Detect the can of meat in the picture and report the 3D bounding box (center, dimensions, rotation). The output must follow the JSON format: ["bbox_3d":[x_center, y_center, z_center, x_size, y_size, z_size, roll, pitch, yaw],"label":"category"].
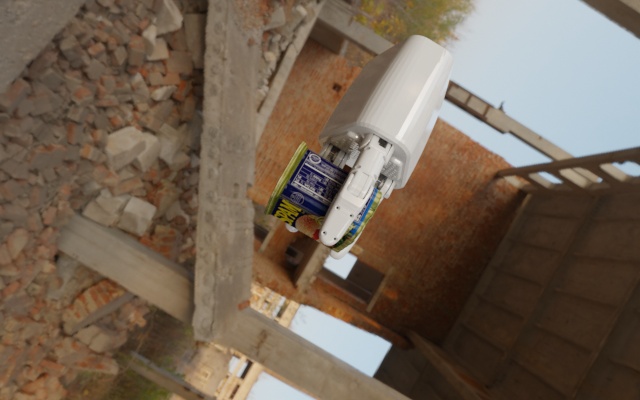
[{"bbox_3d":[0.000,0.002,0.445,0.084,0.057,0.102,30,-19,-3],"label":"can of meat"}]
